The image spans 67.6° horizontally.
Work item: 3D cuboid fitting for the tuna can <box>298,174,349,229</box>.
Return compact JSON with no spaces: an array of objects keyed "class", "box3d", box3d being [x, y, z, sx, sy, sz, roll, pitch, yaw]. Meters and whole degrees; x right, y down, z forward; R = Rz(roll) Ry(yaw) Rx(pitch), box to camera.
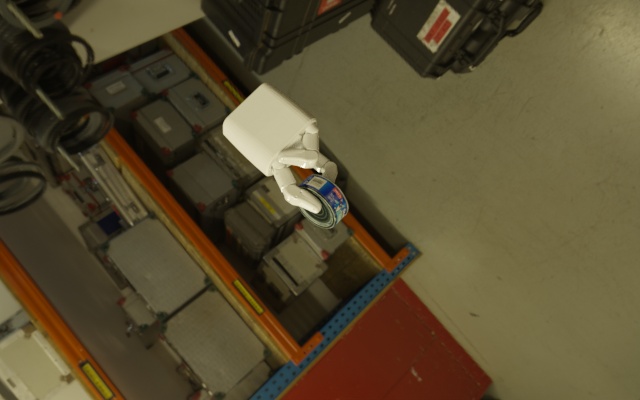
[{"class":"tuna can","box3d":[0.000,0.003,0.752,0.086,0.086,0.033,0,37,51]}]
